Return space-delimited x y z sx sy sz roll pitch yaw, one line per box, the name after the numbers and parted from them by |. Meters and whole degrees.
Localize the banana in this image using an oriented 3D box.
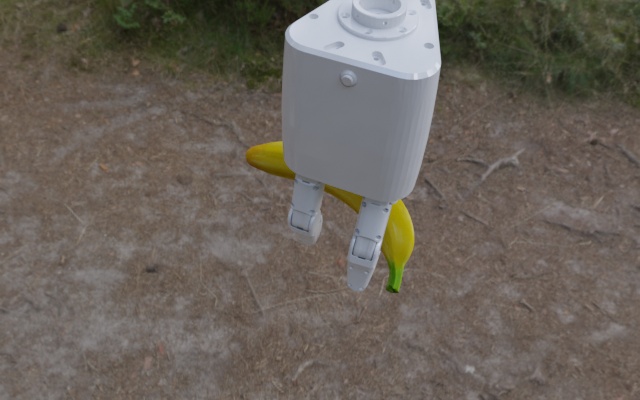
0.016 -0.008 0.431 0.197 0.069 0.037 41 -22 25 | banana
